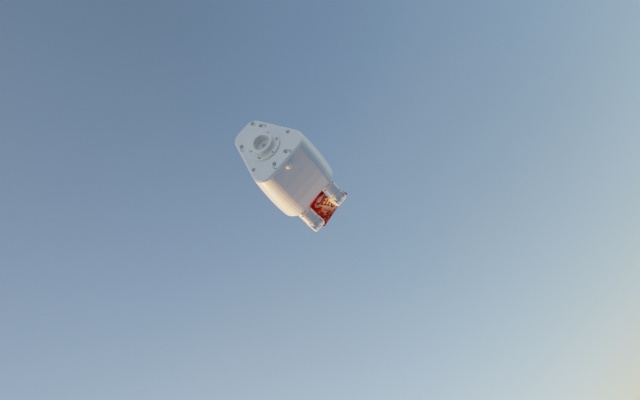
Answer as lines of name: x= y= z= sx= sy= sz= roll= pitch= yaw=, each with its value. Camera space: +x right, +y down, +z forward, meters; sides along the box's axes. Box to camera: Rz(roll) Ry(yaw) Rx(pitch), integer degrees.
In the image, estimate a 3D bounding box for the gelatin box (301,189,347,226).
gelatin box: x=0.000 y=0.003 z=0.820 sx=0.030 sy=0.073 sz=0.089 roll=37 pitch=7 yaw=27
